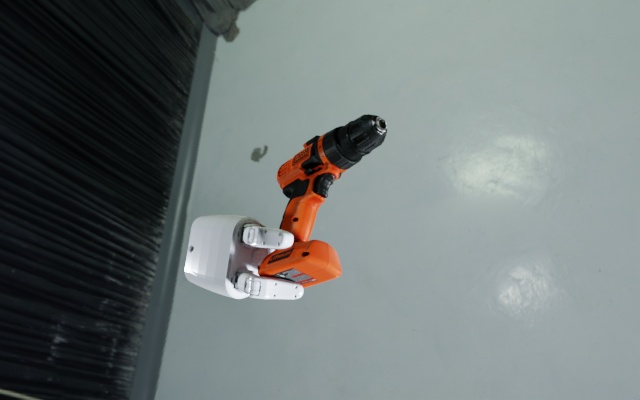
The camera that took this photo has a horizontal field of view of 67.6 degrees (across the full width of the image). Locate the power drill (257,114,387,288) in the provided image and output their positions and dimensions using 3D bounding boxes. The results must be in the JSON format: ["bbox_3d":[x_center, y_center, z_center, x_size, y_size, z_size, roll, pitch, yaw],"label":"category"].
[{"bbox_3d":[0.000,0.002,0.557,0.057,0.187,0.184,30,-36,-26],"label":"power drill"}]
